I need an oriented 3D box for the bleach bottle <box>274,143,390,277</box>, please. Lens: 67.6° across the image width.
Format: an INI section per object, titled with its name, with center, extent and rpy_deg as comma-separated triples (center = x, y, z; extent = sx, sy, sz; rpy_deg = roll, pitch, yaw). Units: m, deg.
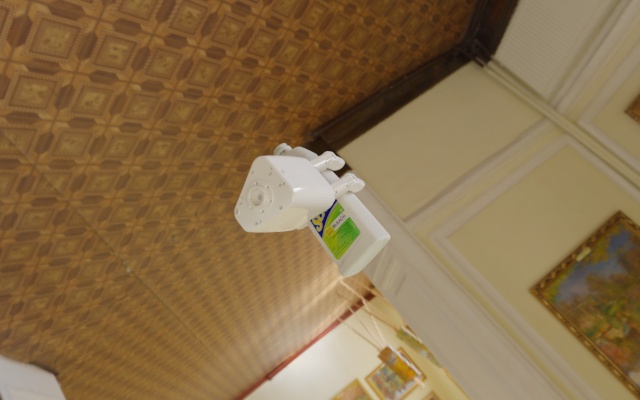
[bleach bottle]
center = 0.000, 0.003, 0.808
extent = 0.250, 0.102, 0.068
rpy_deg = 49, 25, 21
